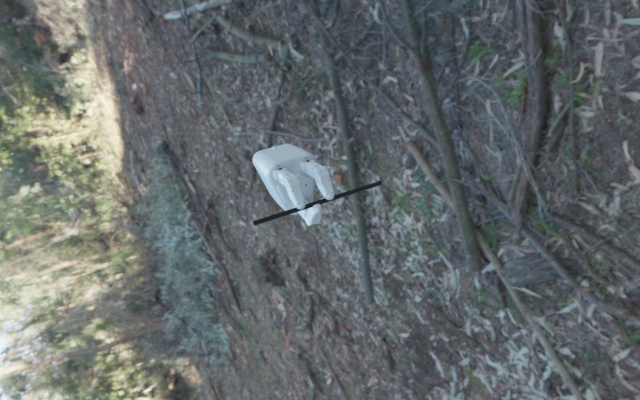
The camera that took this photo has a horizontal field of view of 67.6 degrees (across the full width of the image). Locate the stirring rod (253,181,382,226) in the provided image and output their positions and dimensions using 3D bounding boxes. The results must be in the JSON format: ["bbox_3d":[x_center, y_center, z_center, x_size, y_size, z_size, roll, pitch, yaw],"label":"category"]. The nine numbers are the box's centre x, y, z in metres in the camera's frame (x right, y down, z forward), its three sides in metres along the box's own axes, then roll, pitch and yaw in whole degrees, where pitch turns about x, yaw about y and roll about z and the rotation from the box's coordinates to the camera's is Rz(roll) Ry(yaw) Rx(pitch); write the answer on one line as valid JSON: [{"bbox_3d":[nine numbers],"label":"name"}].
[{"bbox_3d":[0.000,0.003,0.812,0.239,0.011,0.011,-18,6,-20],"label":"stirring rod"}]
